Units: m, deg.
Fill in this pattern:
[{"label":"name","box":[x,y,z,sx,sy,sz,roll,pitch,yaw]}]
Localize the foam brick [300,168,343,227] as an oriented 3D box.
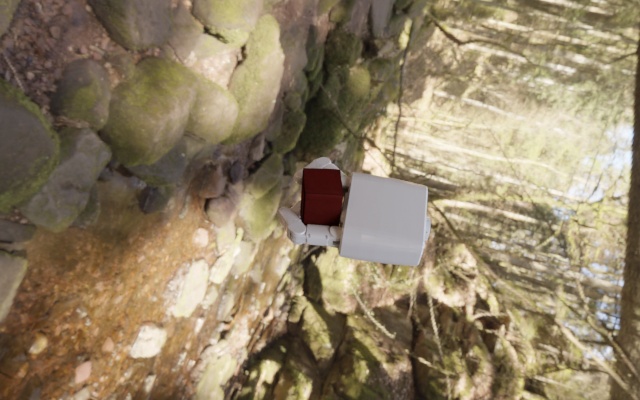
[{"label":"foam brick","box":[0.000,0.002,0.635,0.051,0.078,0.053,2,43,-4]}]
